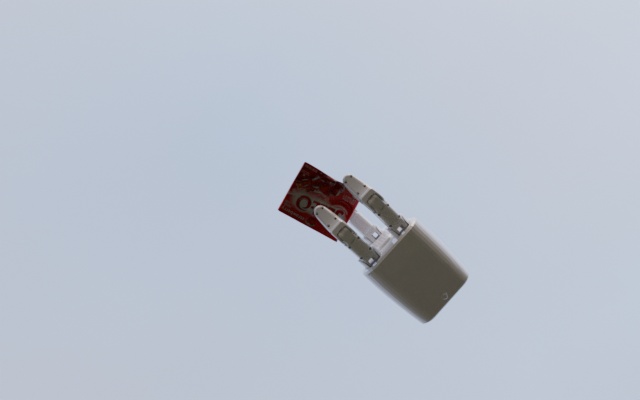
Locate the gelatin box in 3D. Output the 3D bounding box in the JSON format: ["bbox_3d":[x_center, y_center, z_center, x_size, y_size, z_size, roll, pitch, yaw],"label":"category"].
[{"bbox_3d":[0.000,0.002,0.628,0.089,0.073,0.030,30,1,-2],"label":"gelatin box"}]
